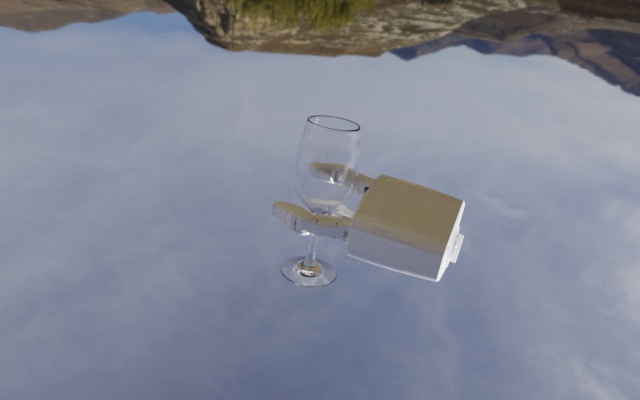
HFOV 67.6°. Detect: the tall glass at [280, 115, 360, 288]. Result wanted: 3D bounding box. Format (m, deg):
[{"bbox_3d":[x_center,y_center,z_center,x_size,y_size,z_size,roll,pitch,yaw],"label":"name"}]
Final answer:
[{"bbox_3d":[0.000,0.003,0.581,0.079,0.201,0.079,8,23,-3],"label":"tall glass"}]
